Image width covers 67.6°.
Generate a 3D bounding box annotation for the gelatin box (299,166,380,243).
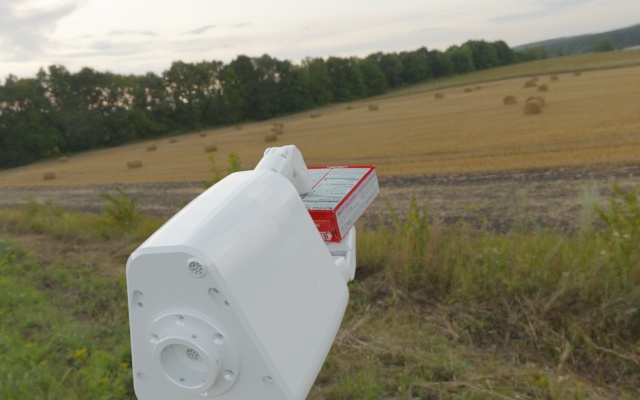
[{"bbox_3d":[0.000,0.001,0.403,0.073,0.030,0.089,0,28,30],"label":"gelatin box"}]
